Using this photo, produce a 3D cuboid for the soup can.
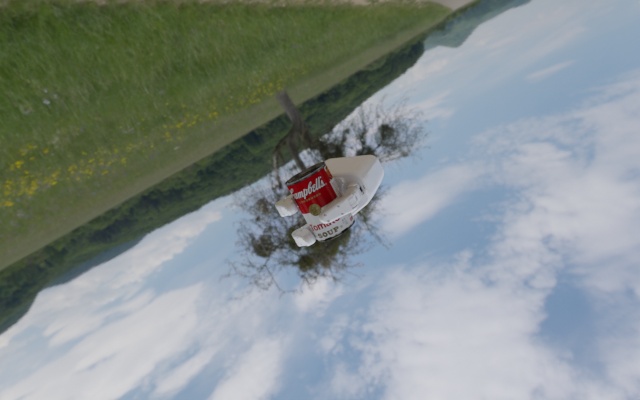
[{"bbox_3d":[0.000,0.003,0.718,0.068,0.102,0.068,-27,12,6],"label":"soup can"}]
